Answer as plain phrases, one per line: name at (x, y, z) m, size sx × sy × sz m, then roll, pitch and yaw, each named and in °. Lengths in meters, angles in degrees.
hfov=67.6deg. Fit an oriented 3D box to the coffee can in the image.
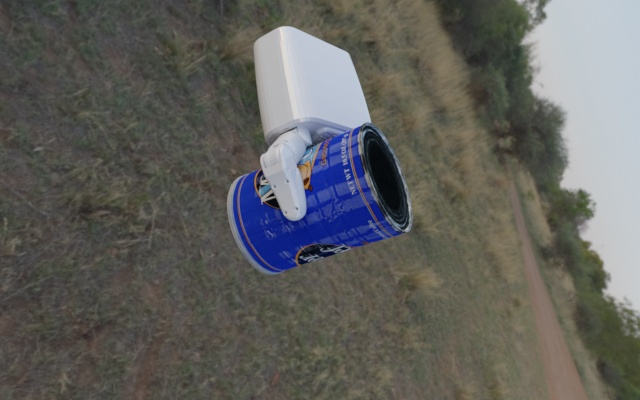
coffee can at (0.000, 0.002, 0.444) m, size 0.140 × 0.103 × 0.103 m, roll -21°, pitch -9°, yaw 24°
